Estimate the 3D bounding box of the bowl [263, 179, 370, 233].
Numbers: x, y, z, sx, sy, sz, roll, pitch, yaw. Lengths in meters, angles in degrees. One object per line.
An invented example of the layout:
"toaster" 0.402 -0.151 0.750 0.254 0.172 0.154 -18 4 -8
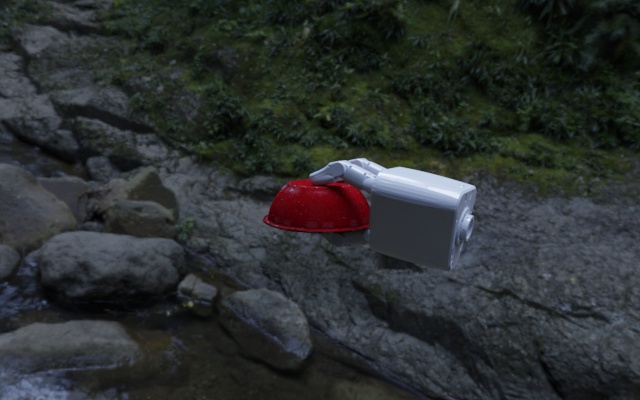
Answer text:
"bowl" -0.001 0.002 0.669 0.162 0.055 0.162 1 9 0
